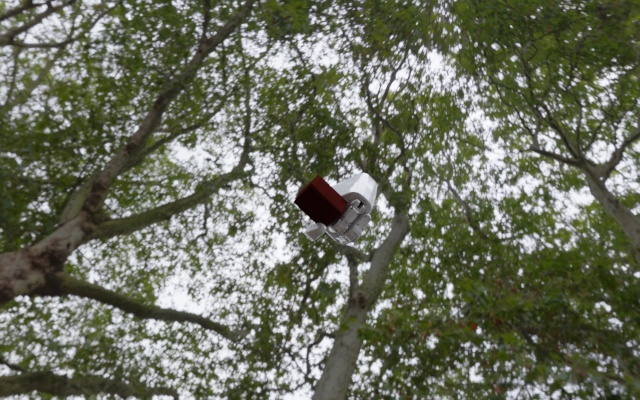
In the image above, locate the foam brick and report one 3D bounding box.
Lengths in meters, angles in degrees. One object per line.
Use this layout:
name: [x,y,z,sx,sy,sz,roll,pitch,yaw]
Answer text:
foam brick: [0.000,0.003,0.864,0.053,0.078,0.051,-41,9,28]
